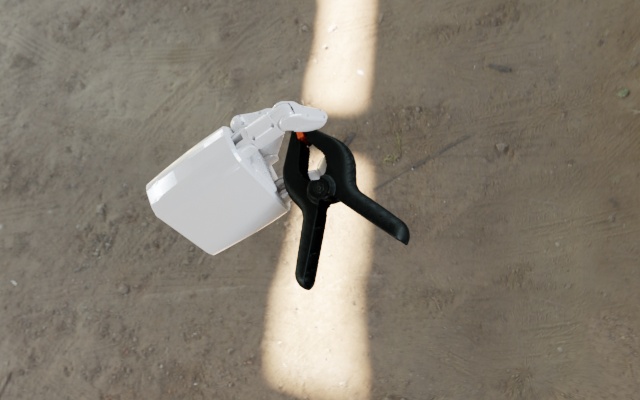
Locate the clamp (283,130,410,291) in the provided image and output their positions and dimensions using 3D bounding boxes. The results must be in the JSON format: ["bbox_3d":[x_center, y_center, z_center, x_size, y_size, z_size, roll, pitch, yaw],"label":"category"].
[{"bbox_3d":[0.000,0.001,0.482,0.120,0.171,0.039,-33,-28,8],"label":"clamp"}]
